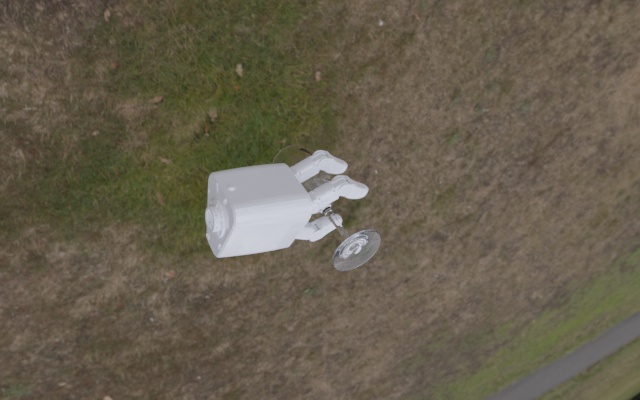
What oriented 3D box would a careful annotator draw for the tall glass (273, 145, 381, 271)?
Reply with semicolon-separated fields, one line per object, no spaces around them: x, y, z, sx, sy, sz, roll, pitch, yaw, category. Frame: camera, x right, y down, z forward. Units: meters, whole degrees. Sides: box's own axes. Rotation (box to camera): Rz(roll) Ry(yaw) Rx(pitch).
0.001;0.003;0.680;0.079;0.079;0.201;0;40;-38;tall glass
